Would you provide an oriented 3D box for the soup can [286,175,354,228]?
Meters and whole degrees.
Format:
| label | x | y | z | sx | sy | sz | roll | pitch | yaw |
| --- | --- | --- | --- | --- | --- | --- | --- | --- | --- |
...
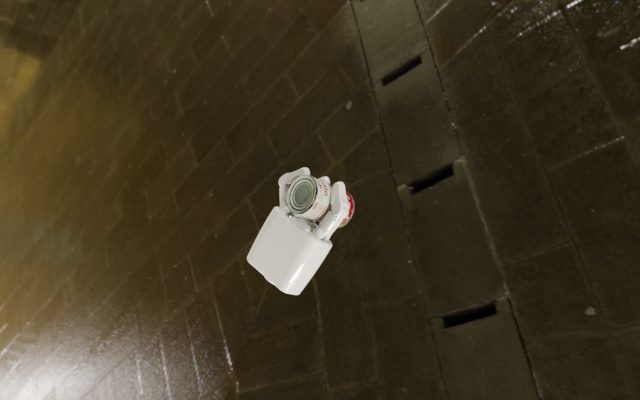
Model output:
| label | x | y | z | sx | sy | sz | roll | pitch | yaw |
| --- | --- | --- | --- | --- | --- | --- | --- | --- | --- |
| soup can | 0.000 | 0.002 | 0.806 | 0.068 | 0.068 | 0.102 | 0 | -15 | 41 |
